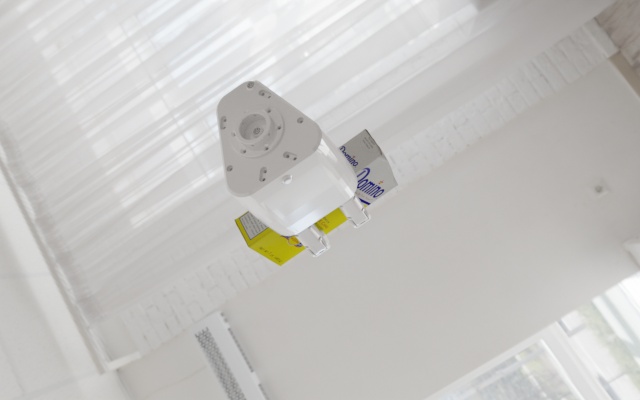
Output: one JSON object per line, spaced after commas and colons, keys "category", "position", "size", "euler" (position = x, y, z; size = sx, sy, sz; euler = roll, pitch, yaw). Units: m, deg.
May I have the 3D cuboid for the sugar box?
{"category": "sugar box", "position": [0.000, 0.002, 0.548], "size": [0.176, 0.048, 0.093], "euler": [-33, -27, 5]}
